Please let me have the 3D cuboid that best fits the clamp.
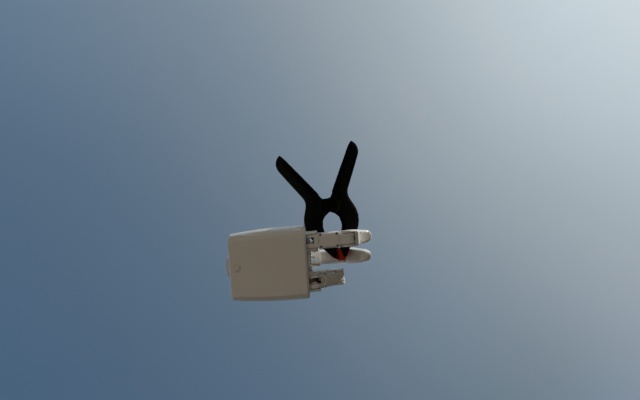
[{"bbox_3d":[0.000,0.002,0.687,0.120,0.171,0.039,-4,-4,-1],"label":"clamp"}]
